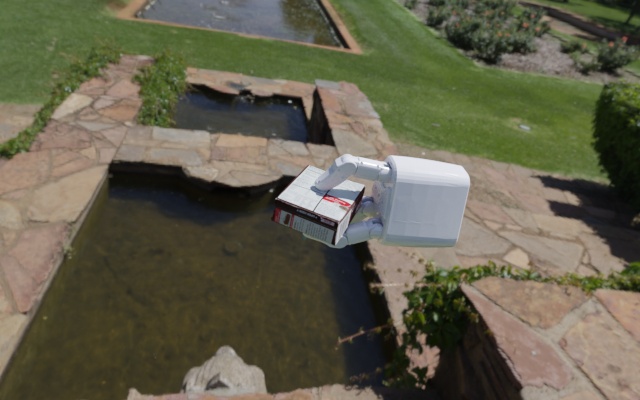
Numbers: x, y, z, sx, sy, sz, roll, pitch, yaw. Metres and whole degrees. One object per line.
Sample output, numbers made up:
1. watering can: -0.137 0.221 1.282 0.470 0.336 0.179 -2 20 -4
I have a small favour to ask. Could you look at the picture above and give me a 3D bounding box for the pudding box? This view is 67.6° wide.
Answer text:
1. pudding box: 0.000 0.002 0.627 0.090 0.039 0.113 20 31 13
